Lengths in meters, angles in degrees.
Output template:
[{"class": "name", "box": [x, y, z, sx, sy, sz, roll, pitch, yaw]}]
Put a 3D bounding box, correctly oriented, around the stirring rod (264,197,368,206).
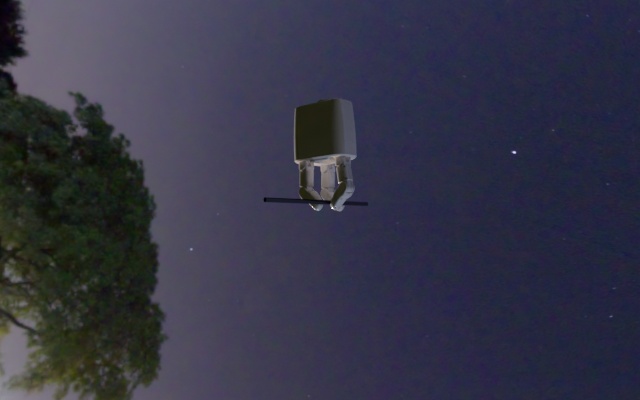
[{"class": "stirring rod", "box": [0.000, 0.003, 0.856, 0.239, 0.011, 0.011, 3, -2, -41]}]
